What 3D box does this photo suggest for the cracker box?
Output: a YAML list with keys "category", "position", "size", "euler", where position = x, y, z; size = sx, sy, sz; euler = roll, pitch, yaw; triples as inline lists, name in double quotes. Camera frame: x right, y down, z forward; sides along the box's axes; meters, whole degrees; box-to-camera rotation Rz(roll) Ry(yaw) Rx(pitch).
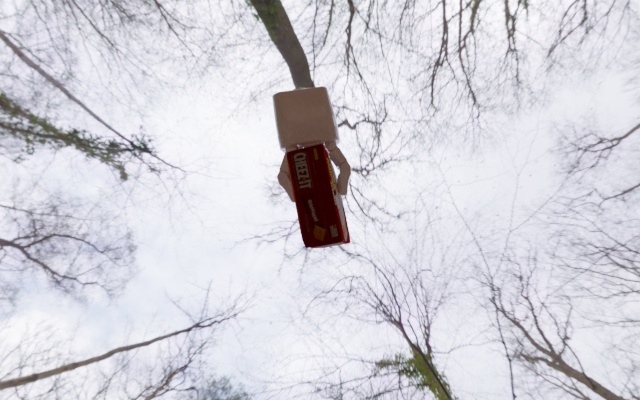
- category: "cracker box"
  position: [0.000, 0.003, 0.867]
  size: [0.072, 0.164, 0.214]
  euler: [-13, -7, 6]
